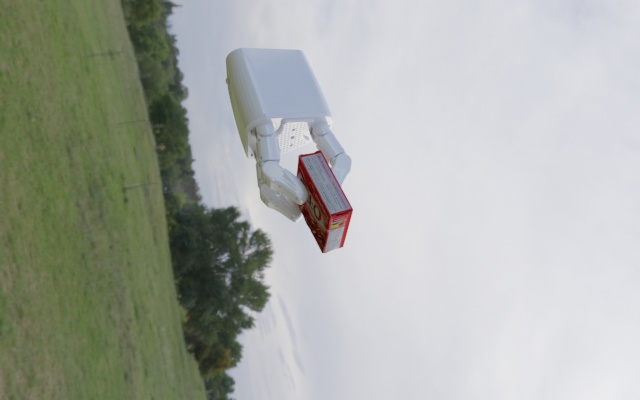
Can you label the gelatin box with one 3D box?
[{"bbox_3d":[0.001,0.002,0.526,0.030,0.089,0.073,-16,-33,-19],"label":"gelatin box"}]
